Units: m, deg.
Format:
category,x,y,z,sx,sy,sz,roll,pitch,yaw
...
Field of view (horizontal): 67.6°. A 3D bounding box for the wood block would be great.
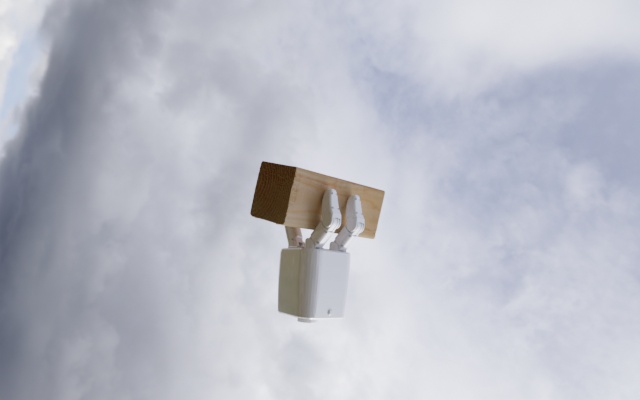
category,x,y,z,sx,sy,sz,roll,pitch,yaw
wood block,0.000,0.003,0.787,0.206,0.090,0.091,13,0,-44
